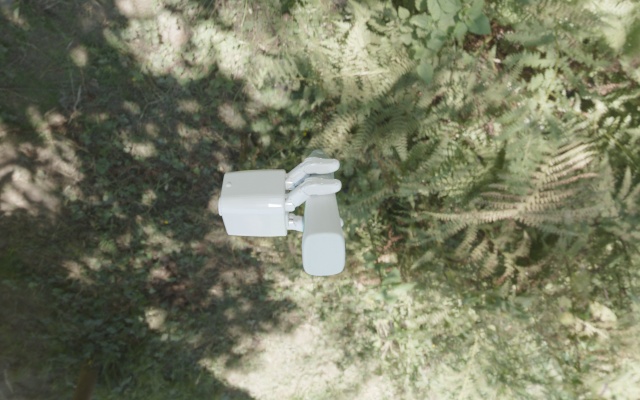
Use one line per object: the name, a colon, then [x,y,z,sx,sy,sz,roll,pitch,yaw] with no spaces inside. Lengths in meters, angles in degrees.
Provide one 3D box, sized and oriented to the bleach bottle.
bleach bottle: [0.000,0.003,0.834,0.068,0.103,0.250,-2,42,-2]
